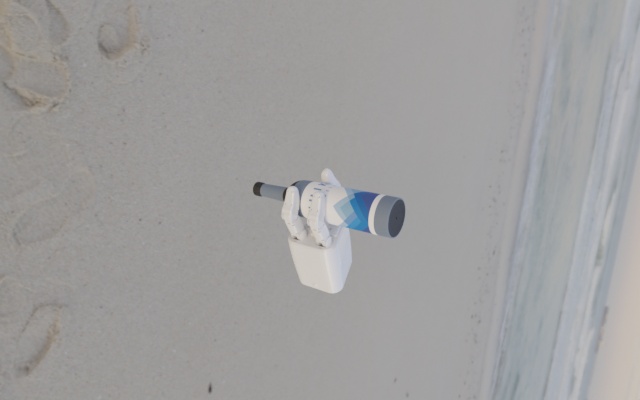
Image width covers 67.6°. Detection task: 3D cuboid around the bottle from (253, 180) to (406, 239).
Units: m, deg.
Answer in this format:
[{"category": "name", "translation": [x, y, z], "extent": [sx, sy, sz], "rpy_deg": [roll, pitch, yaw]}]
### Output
[{"category": "bottle", "translation": [0.000, 0.003, 0.838], "extent": [0.295, 0.069, 0.069], "rpy_deg": [12, 6, 32]}]
